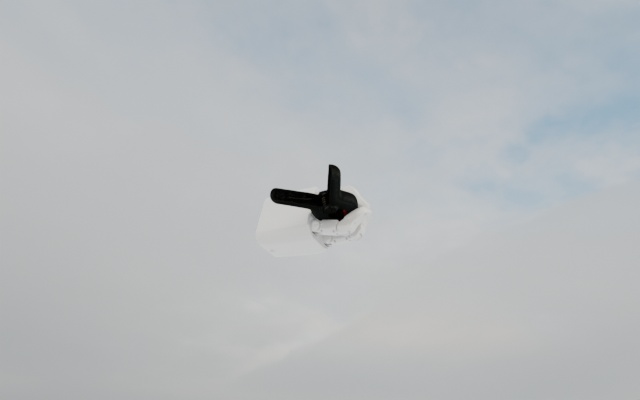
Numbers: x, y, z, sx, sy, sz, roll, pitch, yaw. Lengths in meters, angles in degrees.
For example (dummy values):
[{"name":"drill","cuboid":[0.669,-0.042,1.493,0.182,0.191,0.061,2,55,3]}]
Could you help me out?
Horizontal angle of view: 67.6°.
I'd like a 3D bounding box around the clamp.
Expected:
[{"name":"clamp","cuboid":[0.000,0.002,0.777,0.120,0.039,0.171,-12,-31,19]}]
